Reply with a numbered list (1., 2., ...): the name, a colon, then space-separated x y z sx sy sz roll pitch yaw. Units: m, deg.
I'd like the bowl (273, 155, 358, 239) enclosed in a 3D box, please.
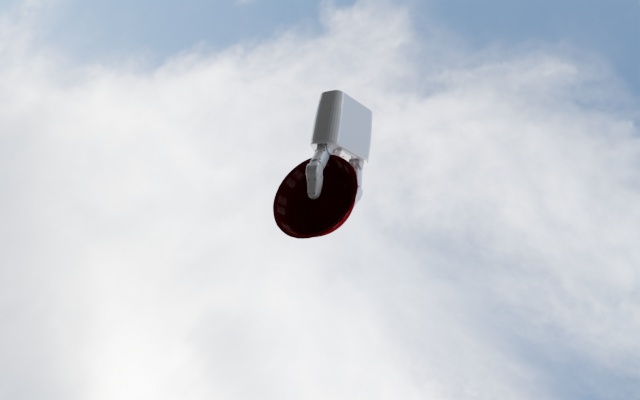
1. bowl: 0.000 0.004 0.818 0.162 0.162 0.055 0 -29 32
